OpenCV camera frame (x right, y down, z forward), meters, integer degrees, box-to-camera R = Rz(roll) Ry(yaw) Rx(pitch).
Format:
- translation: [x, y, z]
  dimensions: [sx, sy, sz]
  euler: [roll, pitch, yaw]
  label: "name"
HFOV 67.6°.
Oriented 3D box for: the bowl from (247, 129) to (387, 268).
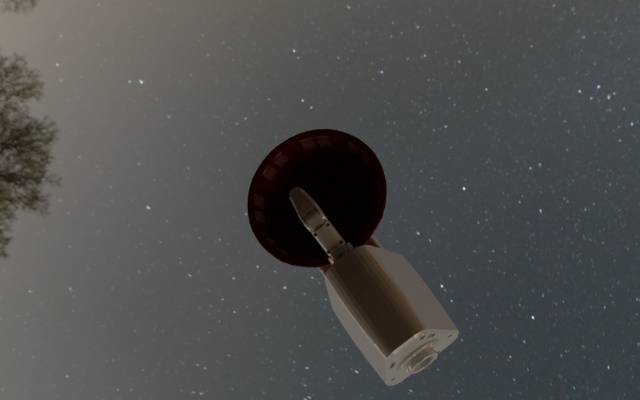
- translation: [0.000, 0.001, 0.551]
  dimensions: [0.162, 0.162, 0.055]
  euler: [0, -18, 17]
  label: "bowl"
